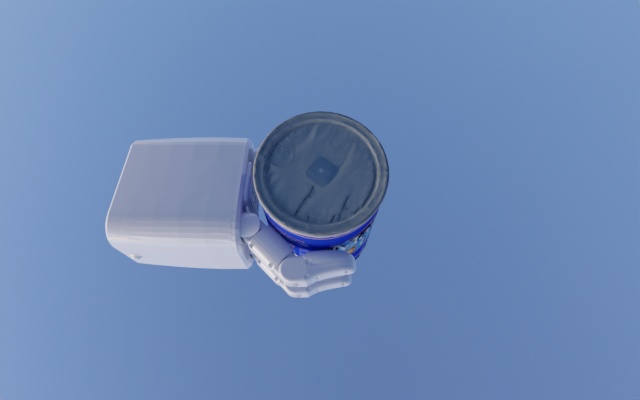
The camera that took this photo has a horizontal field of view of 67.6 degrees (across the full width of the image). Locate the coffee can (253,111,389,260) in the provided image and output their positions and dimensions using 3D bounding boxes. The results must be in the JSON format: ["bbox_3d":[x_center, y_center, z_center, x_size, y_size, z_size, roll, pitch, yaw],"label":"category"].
[{"bbox_3d":[0.000,0.001,0.423,0.103,0.102,0.140,0,-20,0],"label":"coffee can"}]
